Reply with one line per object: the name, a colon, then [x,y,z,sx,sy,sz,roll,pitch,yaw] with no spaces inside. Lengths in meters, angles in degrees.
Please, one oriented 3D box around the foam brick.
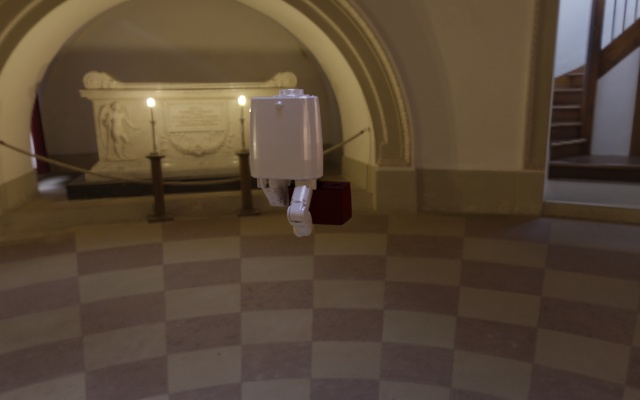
foam brick: [0.000,0.002,0.660,0.078,0.051,0.053,3,12,16]
